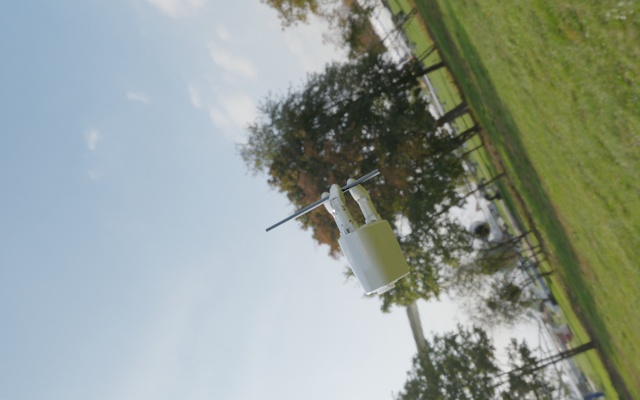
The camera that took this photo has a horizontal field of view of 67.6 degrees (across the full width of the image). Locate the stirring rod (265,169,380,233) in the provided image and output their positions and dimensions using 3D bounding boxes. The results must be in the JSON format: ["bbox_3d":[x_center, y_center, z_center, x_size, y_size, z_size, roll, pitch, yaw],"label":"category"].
[{"bbox_3d":[0.000,0.003,0.866,0.239,0.011,0.011,-28,-9,17],"label":"stirring rod"}]
